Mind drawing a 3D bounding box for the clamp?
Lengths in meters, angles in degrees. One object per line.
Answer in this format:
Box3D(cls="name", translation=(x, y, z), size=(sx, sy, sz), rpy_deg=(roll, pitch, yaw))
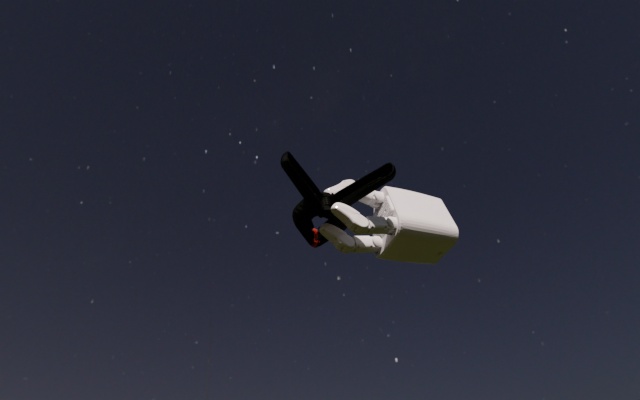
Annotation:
Box3D(cls="clamp", translation=(0.000, 0.002, 0.732), size=(0.164, 0.036, 0.210), rpy_deg=(11, -40, -15))
